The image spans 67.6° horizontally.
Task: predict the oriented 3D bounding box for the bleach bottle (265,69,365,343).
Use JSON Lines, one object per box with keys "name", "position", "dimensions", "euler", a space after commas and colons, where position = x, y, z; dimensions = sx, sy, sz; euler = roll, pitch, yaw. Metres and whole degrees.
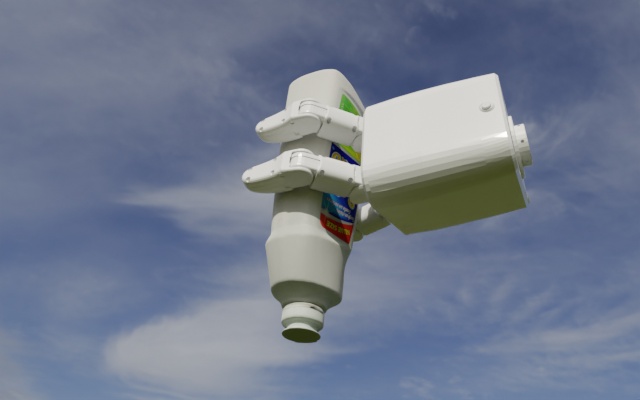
{"name": "bleach bottle", "position": [0.000, 0.001, 0.419], "dimensions": [0.068, 0.250, 0.103], "euler": [-13, -41, 23]}
